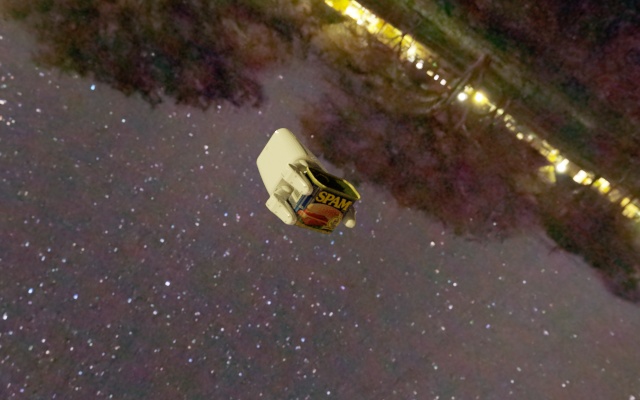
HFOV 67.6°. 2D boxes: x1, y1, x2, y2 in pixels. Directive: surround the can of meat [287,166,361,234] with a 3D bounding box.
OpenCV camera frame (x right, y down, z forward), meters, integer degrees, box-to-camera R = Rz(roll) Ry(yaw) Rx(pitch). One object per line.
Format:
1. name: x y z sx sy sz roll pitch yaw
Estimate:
1. can of meat: 0.000 0.003 0.781 0.102 0.084 0.057 19 26 -39
